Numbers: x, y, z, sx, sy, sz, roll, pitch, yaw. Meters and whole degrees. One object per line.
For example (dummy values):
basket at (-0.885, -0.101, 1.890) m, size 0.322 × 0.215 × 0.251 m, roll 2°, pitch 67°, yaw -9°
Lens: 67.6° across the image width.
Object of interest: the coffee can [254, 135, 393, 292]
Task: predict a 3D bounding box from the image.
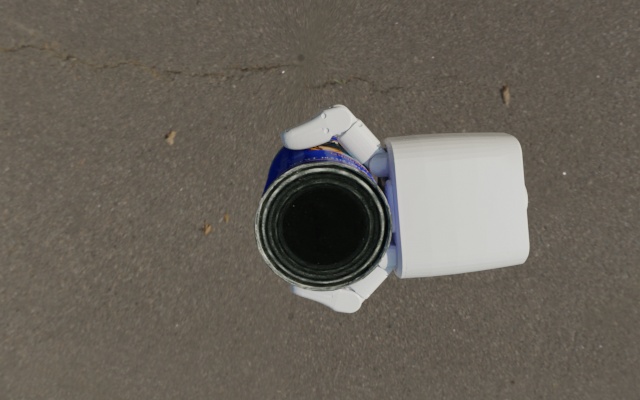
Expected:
coffee can at (0.000, 0.001, 0.417) m, size 0.103 × 0.103 × 0.140 m, roll 0°, pitch 17°, yaw -2°
